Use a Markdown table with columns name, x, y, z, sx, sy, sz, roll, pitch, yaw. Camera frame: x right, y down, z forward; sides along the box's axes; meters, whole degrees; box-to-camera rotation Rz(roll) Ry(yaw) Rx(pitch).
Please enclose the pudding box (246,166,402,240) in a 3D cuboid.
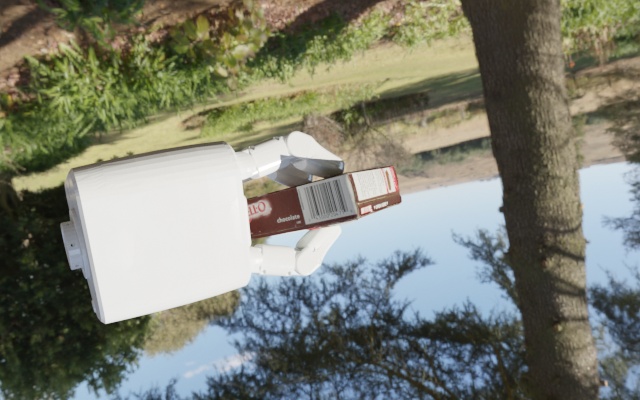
| name | x | y | z | sx | sy | sz | roll | pitch | yaw |
| --- | --- | --- | --- | --- | --- | --- | --- | --- | --- |
| pudding box | 0.000 | 0.002 | 0.407 | 0.113 | 0.039 | 0.090 | -11 | 2 | 31 |
